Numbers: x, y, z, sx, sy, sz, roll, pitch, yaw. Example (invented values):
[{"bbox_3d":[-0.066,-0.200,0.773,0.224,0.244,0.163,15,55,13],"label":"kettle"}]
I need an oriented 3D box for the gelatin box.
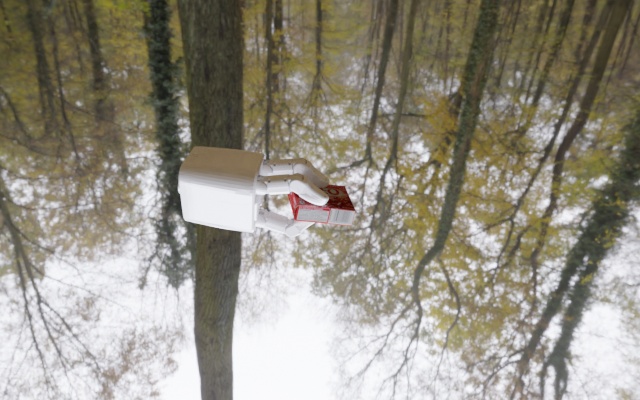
[{"bbox_3d":[0.000,0.003,0.704,0.089,0.030,0.073,6,29,-15],"label":"gelatin box"}]
